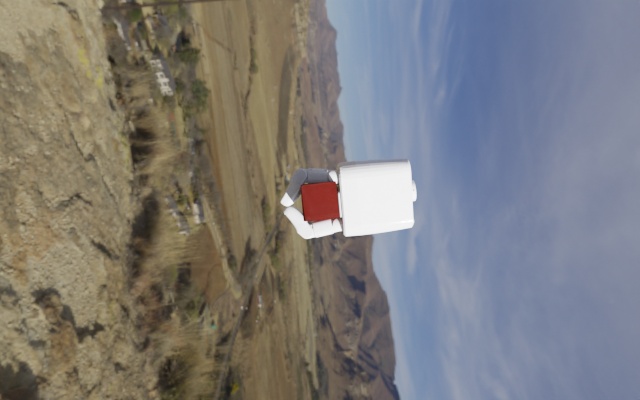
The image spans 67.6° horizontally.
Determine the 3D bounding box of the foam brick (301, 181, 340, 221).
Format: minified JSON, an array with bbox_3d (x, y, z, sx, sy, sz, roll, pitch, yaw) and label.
[{"bbox_3d":[0.000,0.002,0.693,0.051,0.053,0.078,-5,-2,1],"label":"foam brick"}]
